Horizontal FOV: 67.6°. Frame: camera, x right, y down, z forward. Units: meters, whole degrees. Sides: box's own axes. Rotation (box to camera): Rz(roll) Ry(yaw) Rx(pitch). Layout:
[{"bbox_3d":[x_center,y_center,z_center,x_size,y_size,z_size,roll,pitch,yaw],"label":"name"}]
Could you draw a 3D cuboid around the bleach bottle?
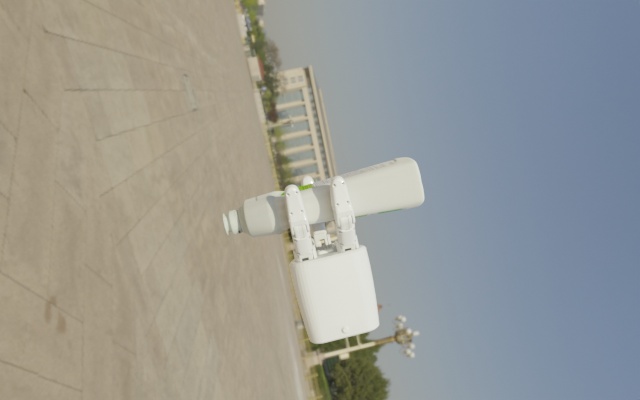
[{"bbox_3d":[0.000,0.002,0.625,0.251,0.068,0.102,-13,3,-4],"label":"bleach bottle"}]
